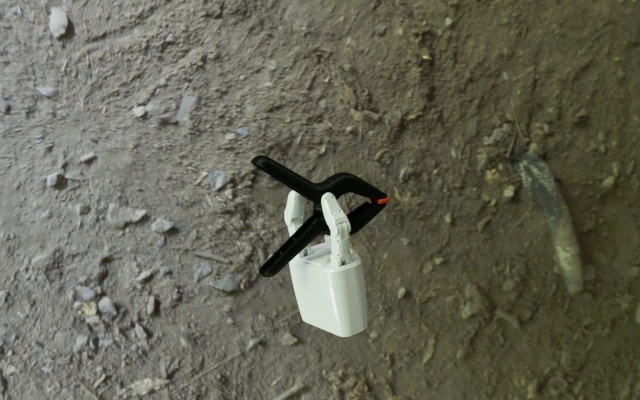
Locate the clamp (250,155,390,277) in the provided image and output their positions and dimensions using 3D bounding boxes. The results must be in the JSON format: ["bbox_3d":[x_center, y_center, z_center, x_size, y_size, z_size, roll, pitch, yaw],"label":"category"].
[{"bbox_3d":[0.001,0.002,0.662,0.210,0.164,0.036,-16,19,-23],"label":"clamp"}]
